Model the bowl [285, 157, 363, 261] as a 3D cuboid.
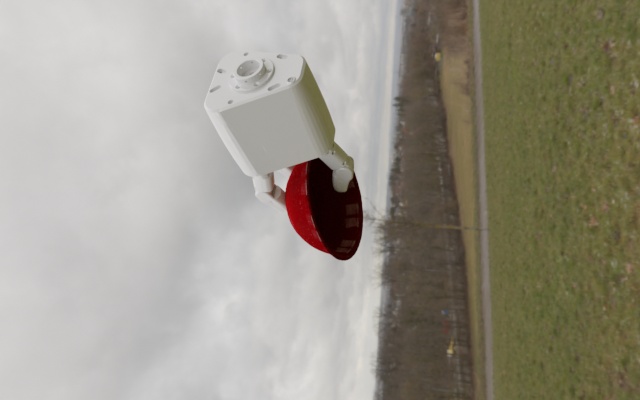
[{"bbox_3d":[0.000,0.003,0.635,0.055,0.162,0.162,-11,-5,27],"label":"bowl"}]
